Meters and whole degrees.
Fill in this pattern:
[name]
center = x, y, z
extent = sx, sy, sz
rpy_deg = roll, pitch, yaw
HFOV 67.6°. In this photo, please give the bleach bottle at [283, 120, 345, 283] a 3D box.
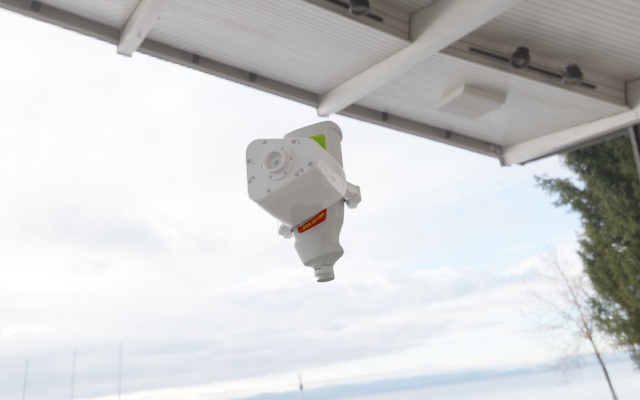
[bleach bottle]
center = 0.000, 0.002, 0.757
extent = 0.102, 0.250, 0.068
rpy_deg = -15, -24, 17
